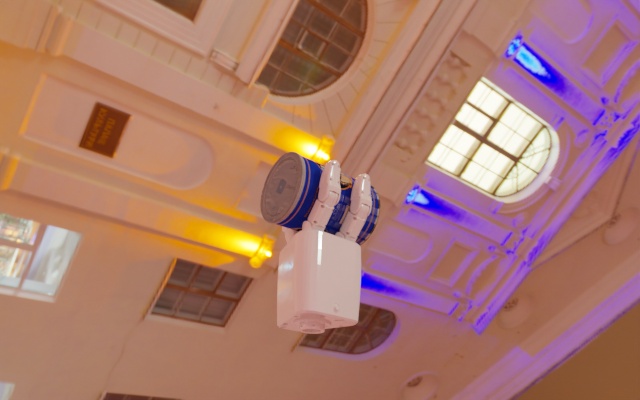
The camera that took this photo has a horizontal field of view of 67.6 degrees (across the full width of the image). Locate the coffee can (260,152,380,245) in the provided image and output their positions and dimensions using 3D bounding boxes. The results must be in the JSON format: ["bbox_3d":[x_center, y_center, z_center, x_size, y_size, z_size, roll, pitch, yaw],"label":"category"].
[{"bbox_3d":[0.000,0.002,0.686,0.140,0.103,0.103,21,-11,-32],"label":"coffee can"}]
